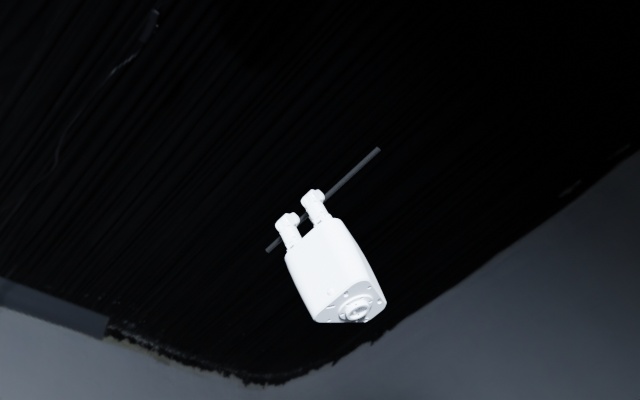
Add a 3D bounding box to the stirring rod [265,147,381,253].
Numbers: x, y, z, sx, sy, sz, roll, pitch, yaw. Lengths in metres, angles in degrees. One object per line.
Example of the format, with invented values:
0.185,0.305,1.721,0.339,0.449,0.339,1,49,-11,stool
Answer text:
0.000,0.003,0.731,0.239,0.011,0.011,-43,-14,16,stirring rod
